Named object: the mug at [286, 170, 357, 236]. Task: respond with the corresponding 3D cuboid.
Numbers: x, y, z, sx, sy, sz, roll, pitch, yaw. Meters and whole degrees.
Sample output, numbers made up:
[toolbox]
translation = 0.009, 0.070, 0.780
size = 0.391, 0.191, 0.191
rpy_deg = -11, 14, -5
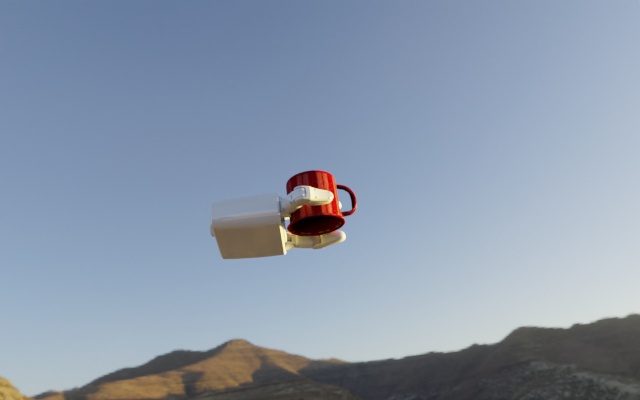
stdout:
[mug]
translation = 0.002, 0.002, 0.769
size = 0.117, 0.081, 0.093
rpy_deg = -6, -23, -4
